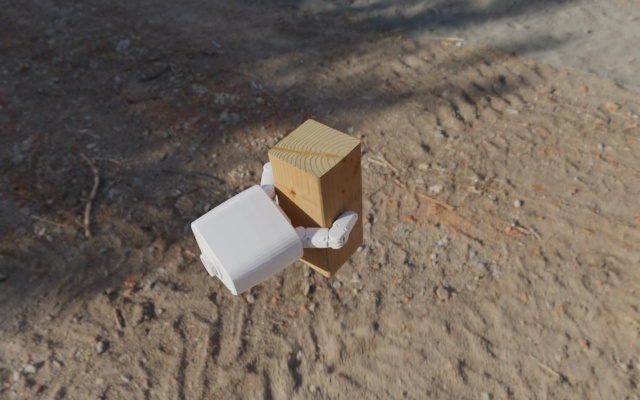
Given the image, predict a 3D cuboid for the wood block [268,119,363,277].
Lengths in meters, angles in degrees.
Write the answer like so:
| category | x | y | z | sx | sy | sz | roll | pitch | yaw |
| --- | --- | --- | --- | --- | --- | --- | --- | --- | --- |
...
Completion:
| category | x | y | z | sx | sy | sz | roll | pitch | yaw |
| --- | --- | --- | --- | --- | --- | --- | --- | --- | --- |
| wood block | 0.000 | 0.003 | 0.689 | 0.091 | 0.206 | 0.090 | 28 | 55 | 29 |
